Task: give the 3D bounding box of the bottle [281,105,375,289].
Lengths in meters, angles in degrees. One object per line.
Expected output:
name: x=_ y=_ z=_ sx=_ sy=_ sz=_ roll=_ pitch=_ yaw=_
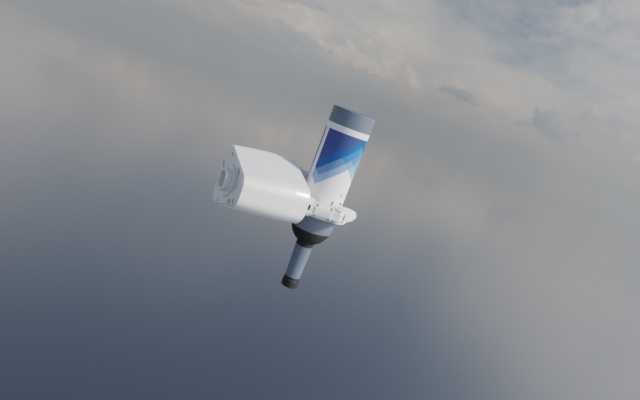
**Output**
bottle: x=0.000 y=0.002 z=0.745 sx=0.069 sy=0.296 sz=0.069 roll=20 pitch=12 yaw=-4
